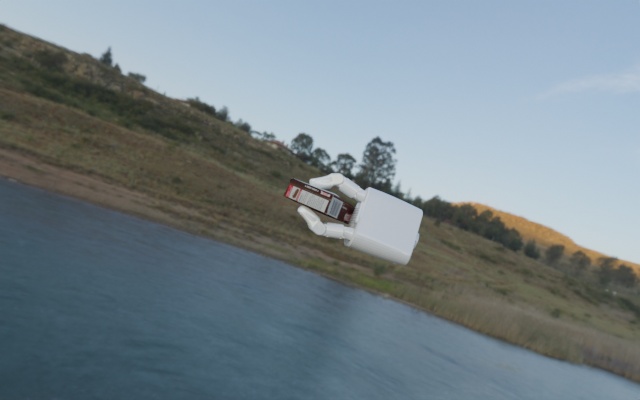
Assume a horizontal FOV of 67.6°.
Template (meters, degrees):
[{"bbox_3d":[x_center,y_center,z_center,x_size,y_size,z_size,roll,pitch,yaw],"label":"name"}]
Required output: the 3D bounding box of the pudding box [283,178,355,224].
[{"bbox_3d":[0.000,0.003,0.840,0.090,0.039,0.113,22,-5,25],"label":"pudding box"}]
